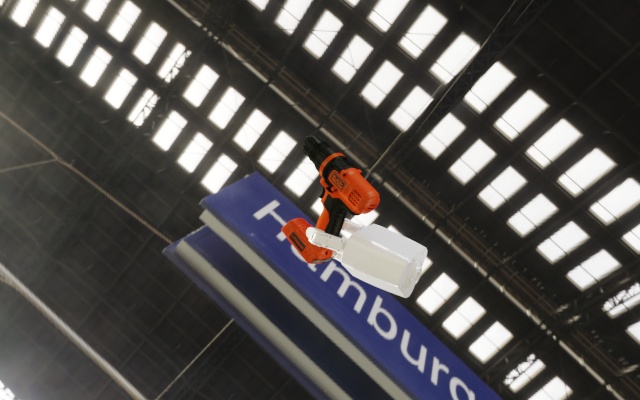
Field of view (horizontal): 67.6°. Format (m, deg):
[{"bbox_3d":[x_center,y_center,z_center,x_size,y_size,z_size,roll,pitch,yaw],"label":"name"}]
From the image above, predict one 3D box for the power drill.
[{"bbox_3d":[0.000,0.003,0.835,0.057,0.188,0.184,-6,44,-43],"label":"power drill"}]
